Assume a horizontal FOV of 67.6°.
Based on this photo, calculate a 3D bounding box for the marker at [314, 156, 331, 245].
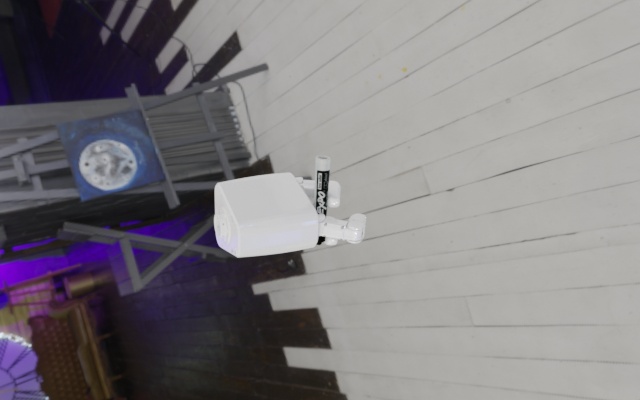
[{"bbox_3d":[0.000,0.002,0.623,0.020,0.121,0.020,3,21,-1],"label":"marker"}]
